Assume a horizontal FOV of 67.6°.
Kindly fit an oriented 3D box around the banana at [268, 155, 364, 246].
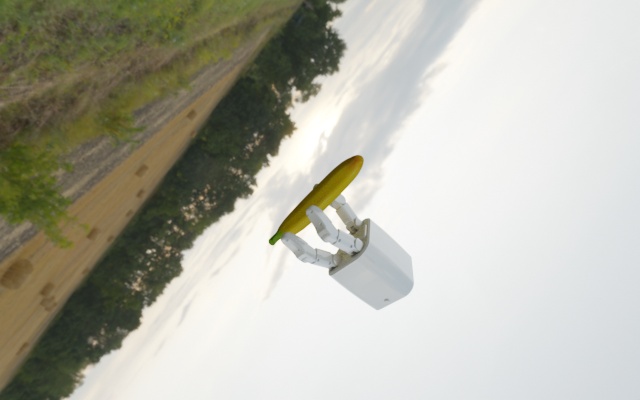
[{"bbox_3d":[-0.001,-0.001,0.746,0.037,0.198,0.069,42,15,-9],"label":"banana"}]
